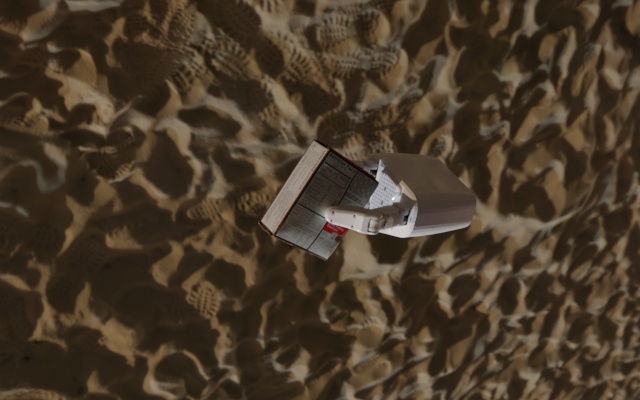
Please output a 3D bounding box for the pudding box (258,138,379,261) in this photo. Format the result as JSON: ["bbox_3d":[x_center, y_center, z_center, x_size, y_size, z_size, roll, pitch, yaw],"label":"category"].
[{"bbox_3d":[0.000,0.002,0.528,0.090,0.113,0.039,30,4,-40],"label":"pudding box"}]
